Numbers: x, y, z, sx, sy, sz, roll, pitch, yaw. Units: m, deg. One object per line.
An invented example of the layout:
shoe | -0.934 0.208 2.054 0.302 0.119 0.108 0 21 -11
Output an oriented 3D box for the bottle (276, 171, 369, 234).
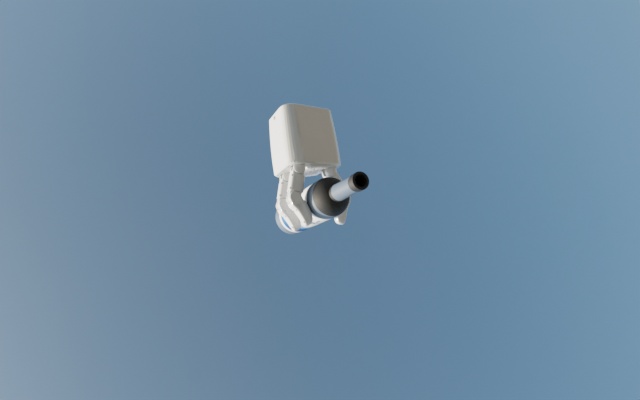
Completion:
bottle | 0.000 0.003 0.810 0.069 0.069 0.296 0 -12 -24
